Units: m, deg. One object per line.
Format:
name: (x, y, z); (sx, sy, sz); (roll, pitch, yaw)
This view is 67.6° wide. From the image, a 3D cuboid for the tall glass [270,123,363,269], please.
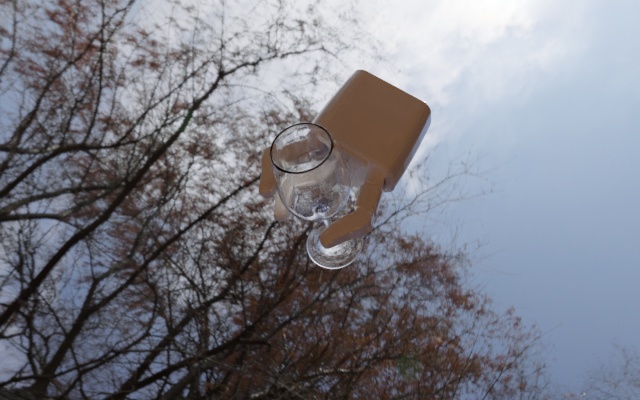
tall glass: (0.000, 0.002, 0.534); (0.079, 0.079, 0.201); (0, -31, 13)
